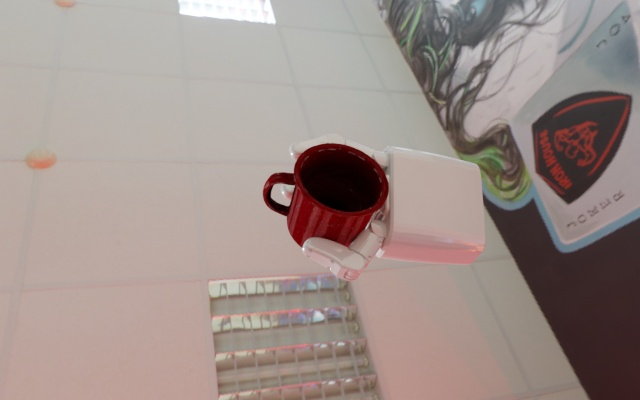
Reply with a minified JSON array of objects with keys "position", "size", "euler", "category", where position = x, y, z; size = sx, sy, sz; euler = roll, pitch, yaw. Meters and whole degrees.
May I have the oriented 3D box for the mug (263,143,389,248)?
[{"position":[-0.001,0.002,0.478],"size":[0.117,0.093,0.082],"euler":[9,-41,-10],"category":"mug"}]
